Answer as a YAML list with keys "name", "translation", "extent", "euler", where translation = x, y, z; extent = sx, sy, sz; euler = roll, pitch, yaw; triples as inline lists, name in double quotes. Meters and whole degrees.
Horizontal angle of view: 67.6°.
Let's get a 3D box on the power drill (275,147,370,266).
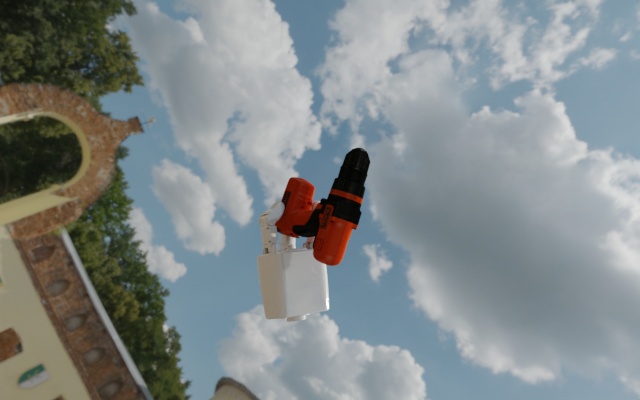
- name: "power drill"
  translation: [0.000, 0.003, 0.781]
  extent: [0.057, 0.184, 0.187]
  euler: [22, -7, -28]
